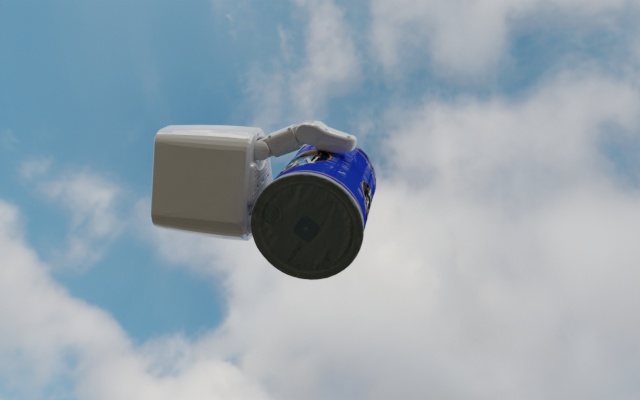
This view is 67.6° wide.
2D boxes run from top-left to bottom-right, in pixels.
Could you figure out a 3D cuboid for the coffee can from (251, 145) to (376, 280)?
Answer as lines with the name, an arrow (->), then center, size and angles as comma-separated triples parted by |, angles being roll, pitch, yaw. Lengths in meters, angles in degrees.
coffee can -> 0.000, 0.002, 0.484 | 0.103, 0.103, 0.140 | 0, 20, 12
